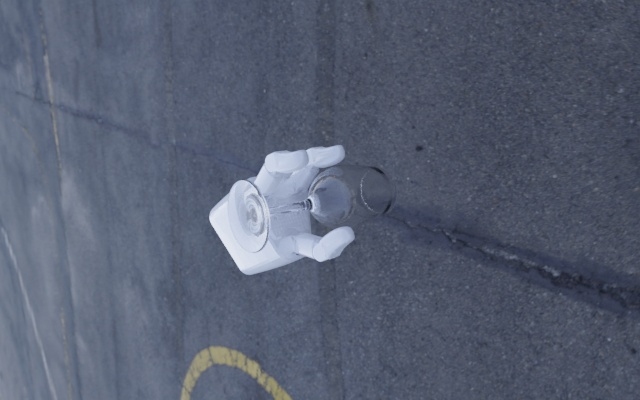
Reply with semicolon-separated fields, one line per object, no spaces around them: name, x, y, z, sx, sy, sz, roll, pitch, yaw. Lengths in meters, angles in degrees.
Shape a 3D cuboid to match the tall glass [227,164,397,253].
tall glass;0.000;0.002;0.541;0.201;0.079;0.079;-11;7;-41
